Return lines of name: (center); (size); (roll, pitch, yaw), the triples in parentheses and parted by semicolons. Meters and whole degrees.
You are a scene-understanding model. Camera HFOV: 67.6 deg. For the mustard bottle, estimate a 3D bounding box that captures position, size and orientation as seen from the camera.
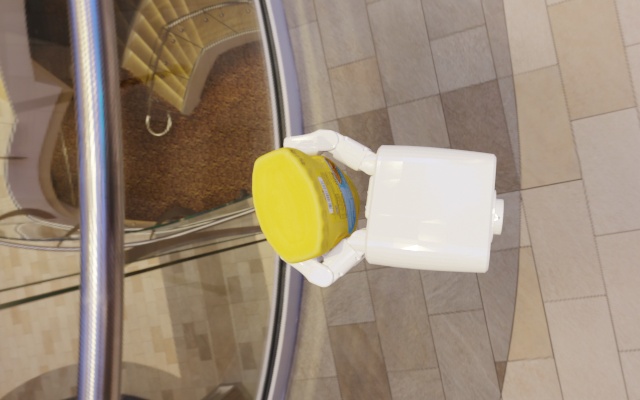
mustard bottle: (0.000, 0.002, 0.477); (0.058, 0.096, 0.191); (-21, -4, 17)
